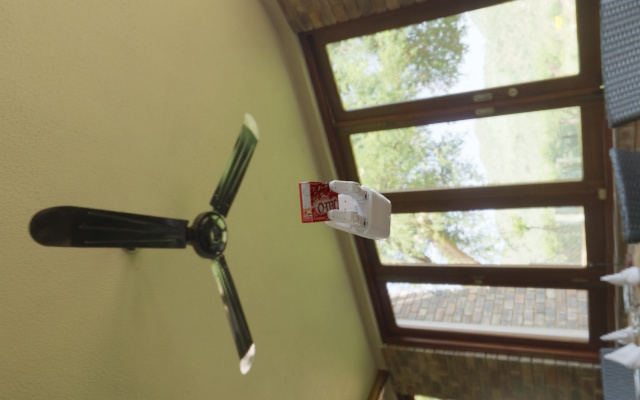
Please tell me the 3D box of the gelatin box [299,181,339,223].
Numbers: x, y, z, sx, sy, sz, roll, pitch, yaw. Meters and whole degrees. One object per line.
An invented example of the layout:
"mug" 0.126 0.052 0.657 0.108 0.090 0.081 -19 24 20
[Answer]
"gelatin box" 0.000 0.003 0.875 0.030 0.073 0.089 -6 -3 36
